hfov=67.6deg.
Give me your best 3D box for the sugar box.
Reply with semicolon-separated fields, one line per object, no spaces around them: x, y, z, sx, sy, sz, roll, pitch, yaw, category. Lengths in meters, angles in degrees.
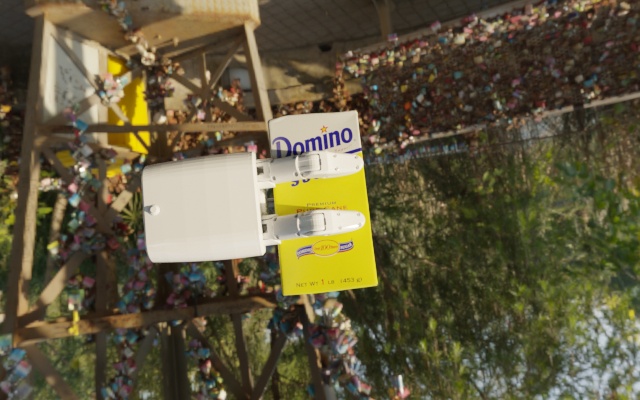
0.000;0.002;0.478;0.093;0.176;0.048;-6;-8;-3;sugar box
